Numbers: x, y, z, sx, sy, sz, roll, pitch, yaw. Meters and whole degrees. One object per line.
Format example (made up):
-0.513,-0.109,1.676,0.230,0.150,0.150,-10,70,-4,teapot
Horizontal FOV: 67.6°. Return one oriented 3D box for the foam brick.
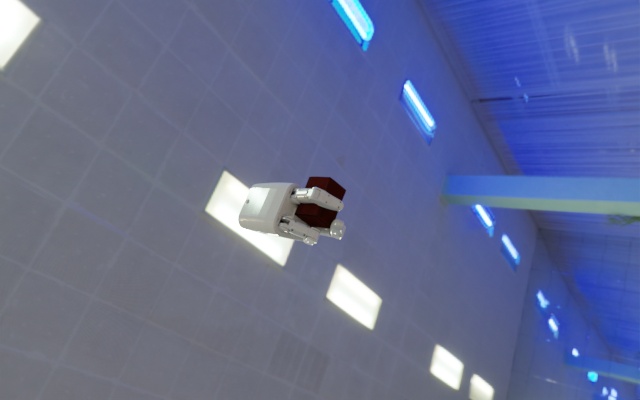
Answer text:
0.000,0.003,0.841,0.051,0.078,0.053,4,-25,42,foam brick
